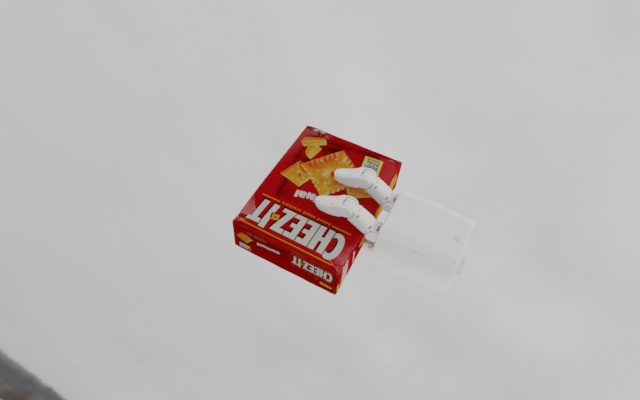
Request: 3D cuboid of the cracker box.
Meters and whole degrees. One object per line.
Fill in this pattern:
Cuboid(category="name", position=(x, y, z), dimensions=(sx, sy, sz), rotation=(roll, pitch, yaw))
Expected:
Cuboid(category="cracker box", position=(0.000, 0.002, 0.692), dimensions=(0.164, 0.213, 0.072), rotation=(24, -34, 14))
